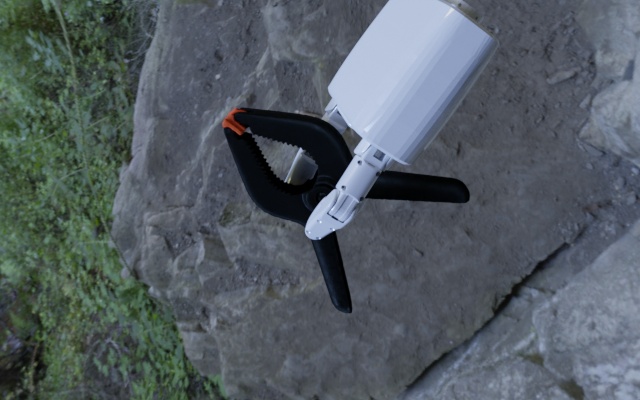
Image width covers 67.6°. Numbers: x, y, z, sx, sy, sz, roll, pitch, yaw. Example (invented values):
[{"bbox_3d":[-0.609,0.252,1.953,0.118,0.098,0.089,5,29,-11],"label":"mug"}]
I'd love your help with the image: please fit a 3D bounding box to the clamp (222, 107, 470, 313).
[{"bbox_3d":[0.000,0.001,0.414,0.210,0.164,0.036,31,18,-12],"label":"clamp"}]
